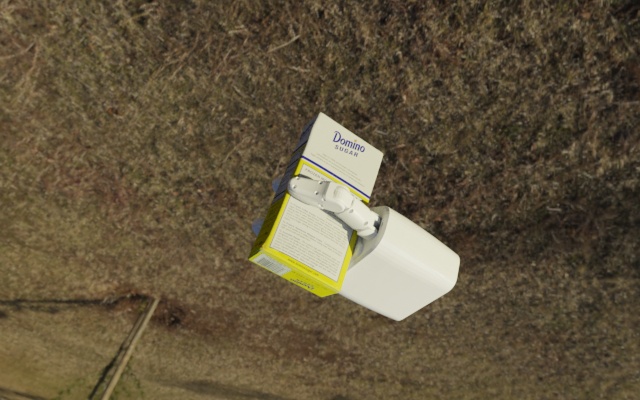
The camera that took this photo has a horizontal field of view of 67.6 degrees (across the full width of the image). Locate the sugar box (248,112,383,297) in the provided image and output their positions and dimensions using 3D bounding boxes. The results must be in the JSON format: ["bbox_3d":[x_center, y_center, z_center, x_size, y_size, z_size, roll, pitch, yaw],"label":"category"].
[{"bbox_3d":[0.000,0.002,0.510,0.093,0.176,0.048,31,-33,-18],"label":"sugar box"}]
